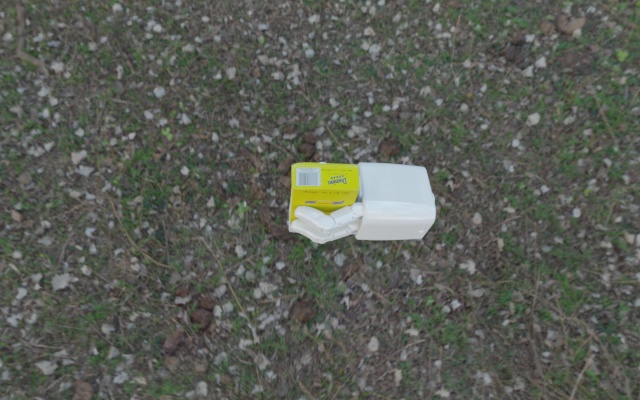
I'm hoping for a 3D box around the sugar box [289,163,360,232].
[{"bbox_3d":[0.000,0.003,0.720,0.093,0.048,0.176,2,-26,-4],"label":"sugar box"}]
